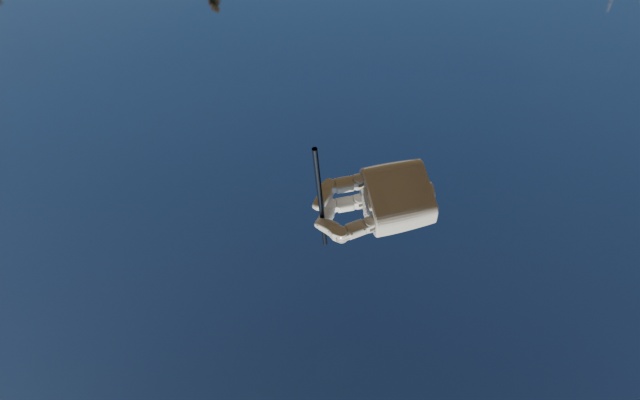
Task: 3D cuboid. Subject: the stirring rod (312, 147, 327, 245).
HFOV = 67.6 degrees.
[{"bbox_3d":[0.000,0.002,0.750,0.011,0.011,0.240,0,-37,5],"label":"stirring rod"}]
